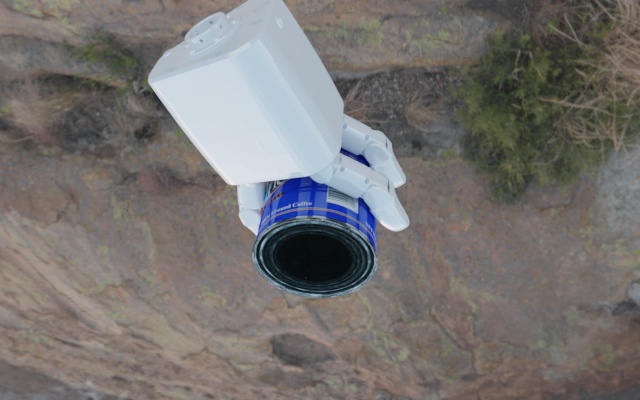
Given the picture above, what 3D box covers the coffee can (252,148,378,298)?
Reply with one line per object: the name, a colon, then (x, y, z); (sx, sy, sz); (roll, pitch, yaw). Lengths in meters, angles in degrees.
coffee can: (0.000, 0.001, 0.436); (0.103, 0.103, 0.140); (0, 44, 5)
